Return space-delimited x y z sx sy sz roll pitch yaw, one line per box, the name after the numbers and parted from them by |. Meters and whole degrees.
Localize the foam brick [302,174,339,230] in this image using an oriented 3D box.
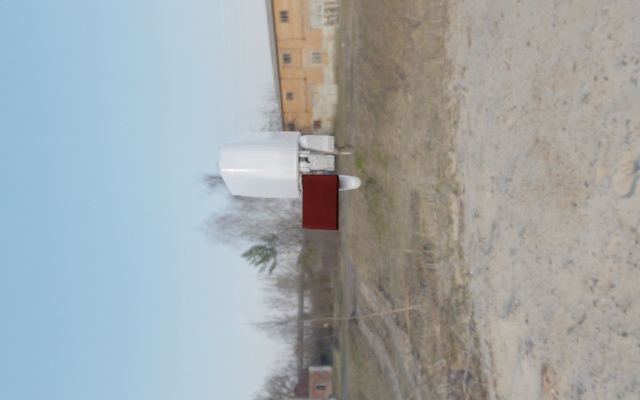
0.000 0.003 0.686 0.051 0.078 0.053 0 0 0 | foam brick
